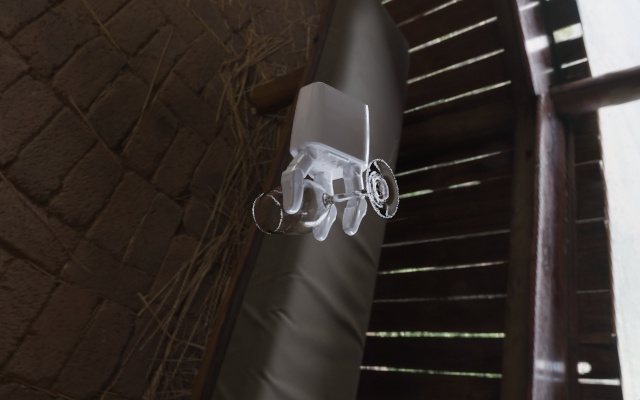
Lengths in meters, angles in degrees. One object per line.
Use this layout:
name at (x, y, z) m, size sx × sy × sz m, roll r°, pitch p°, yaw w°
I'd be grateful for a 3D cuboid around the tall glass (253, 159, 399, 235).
tall glass at (0.001, 0.002, 0.650) m, size 0.201 × 0.079 × 0.079 m, roll -13°, pitch -8°, yaw 36°
